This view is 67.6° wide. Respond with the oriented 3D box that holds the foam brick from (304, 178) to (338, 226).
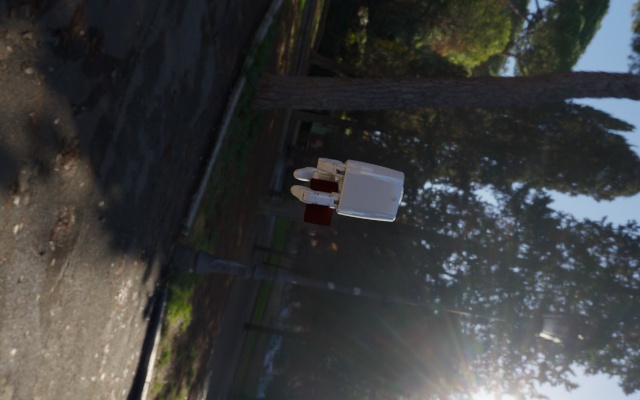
[{"bbox_3d":[0.000,0.003,0.896,0.051,0.078,0.053,11,13,-3],"label":"foam brick"}]
